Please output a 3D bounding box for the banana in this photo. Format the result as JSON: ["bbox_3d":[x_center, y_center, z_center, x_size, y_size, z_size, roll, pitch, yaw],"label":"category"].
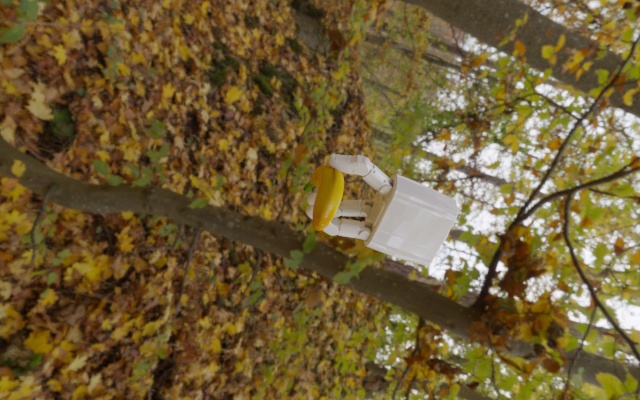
[{"bbox_3d":[0.008,-0.015,0.687,0.037,0.069,0.197,24,12,-10],"label":"banana"}]
